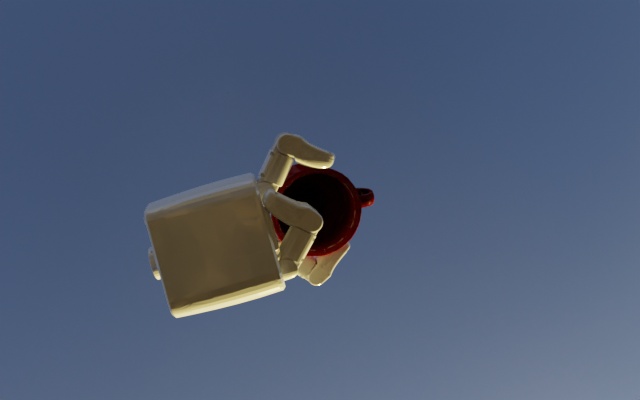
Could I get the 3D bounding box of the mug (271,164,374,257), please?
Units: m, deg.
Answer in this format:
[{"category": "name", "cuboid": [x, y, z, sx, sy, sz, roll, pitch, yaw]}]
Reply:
[{"category": "mug", "cuboid": [0.001, 0.001, 0.520, 0.117, 0.093, 0.081, -12, 14, -10]}]
